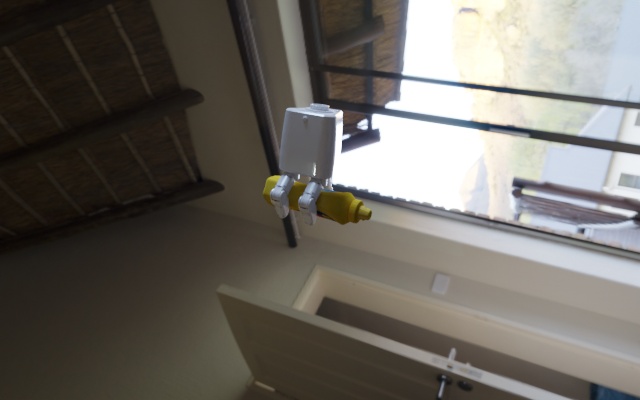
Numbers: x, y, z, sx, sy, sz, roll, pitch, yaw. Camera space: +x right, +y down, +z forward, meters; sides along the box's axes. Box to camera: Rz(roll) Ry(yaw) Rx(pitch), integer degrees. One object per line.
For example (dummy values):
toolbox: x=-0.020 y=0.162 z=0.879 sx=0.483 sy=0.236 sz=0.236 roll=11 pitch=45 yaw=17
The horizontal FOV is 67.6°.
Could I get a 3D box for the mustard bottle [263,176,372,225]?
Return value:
mustard bottle: x=0.000 y=0.003 z=0.851 sx=0.191 sy=0.058 sz=0.096 roll=14 pitch=-6 yaw=24
